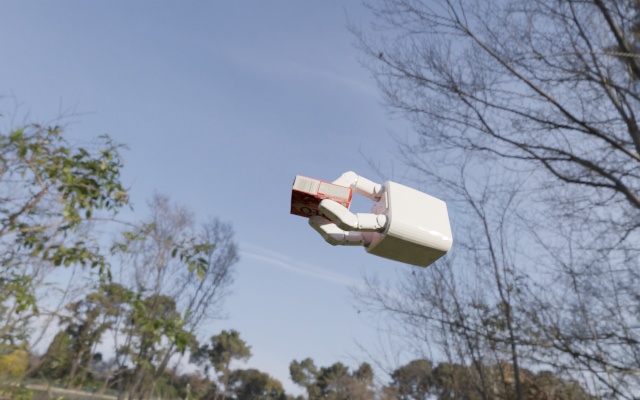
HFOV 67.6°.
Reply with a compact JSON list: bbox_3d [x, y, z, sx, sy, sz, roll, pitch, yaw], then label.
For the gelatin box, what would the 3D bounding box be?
[{"bbox_3d":[0.000,0.002,0.724,0.089,0.030,0.073,14,-32,3],"label":"gelatin box"}]
